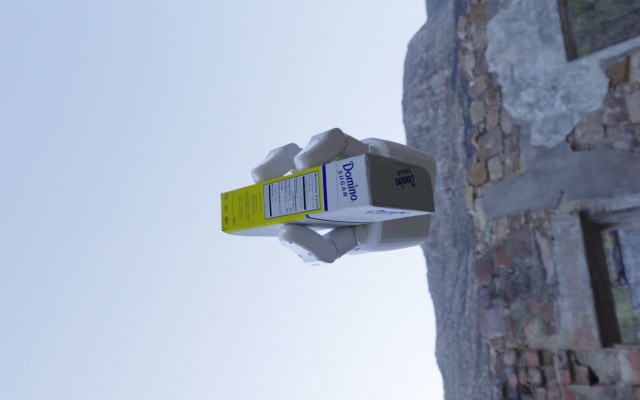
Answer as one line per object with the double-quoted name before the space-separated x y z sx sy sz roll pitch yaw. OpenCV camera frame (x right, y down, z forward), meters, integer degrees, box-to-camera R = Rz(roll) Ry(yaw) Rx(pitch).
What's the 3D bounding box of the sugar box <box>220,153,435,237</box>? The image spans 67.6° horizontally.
"sugar box" 0.000 0.001 0.424 0.176 0.048 0.093 -15 -14 40
